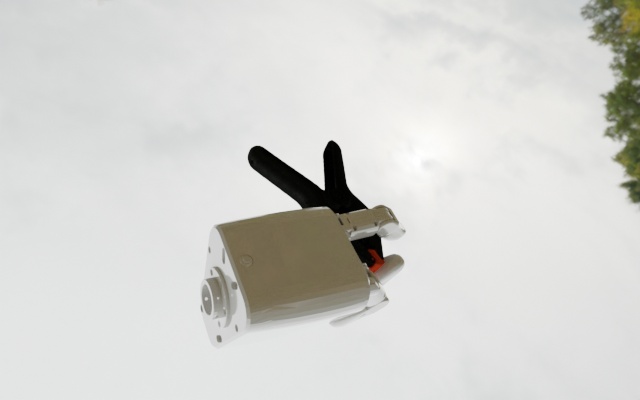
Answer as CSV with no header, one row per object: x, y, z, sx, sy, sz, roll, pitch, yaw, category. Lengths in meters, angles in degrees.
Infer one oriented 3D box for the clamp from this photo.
0.000,0.002,0.480,0.120,0.171,0.039,-6,-38,-32,clamp
